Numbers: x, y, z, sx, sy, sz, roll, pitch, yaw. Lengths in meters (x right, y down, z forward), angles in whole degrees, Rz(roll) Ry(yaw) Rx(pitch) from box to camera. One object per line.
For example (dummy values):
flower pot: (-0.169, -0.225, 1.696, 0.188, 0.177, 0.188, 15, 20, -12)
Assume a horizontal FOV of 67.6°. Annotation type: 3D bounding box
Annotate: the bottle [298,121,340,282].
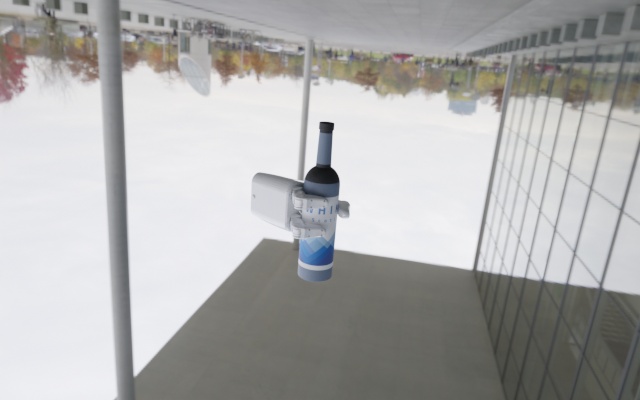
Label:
bottle: (0.000, 0.003, 0.884, 0.069, 0.296, 0.069, 4, 17, -1)
